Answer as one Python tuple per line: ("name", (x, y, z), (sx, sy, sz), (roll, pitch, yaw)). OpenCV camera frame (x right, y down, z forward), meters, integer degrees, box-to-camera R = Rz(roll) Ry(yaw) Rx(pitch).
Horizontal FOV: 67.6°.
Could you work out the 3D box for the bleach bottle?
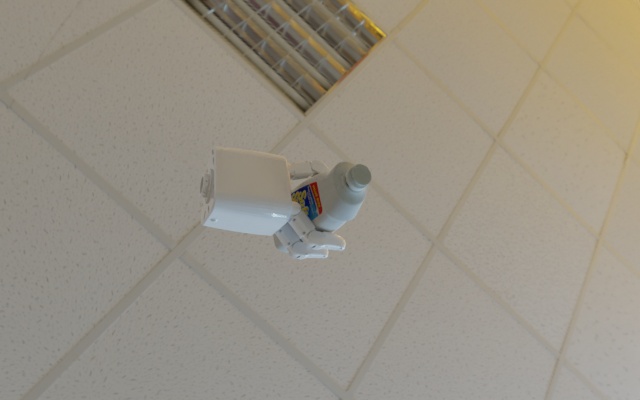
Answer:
("bleach bottle", (0.000, 0.002, 0.702), (0.068, 0.102, 0.251), (8, -23, -23))
